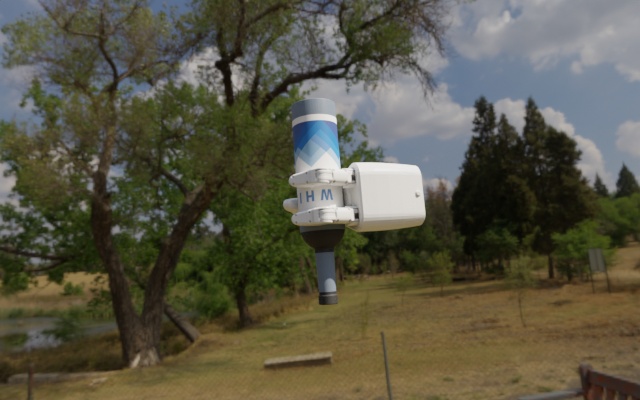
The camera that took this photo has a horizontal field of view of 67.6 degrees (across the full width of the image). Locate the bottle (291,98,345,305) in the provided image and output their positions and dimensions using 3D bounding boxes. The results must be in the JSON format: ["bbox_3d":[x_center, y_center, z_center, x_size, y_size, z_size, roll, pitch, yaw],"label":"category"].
[{"bbox_3d":[0.000,0.002,0.700,0.069,0.295,0.069,-4,-8,-1],"label":"bottle"}]
